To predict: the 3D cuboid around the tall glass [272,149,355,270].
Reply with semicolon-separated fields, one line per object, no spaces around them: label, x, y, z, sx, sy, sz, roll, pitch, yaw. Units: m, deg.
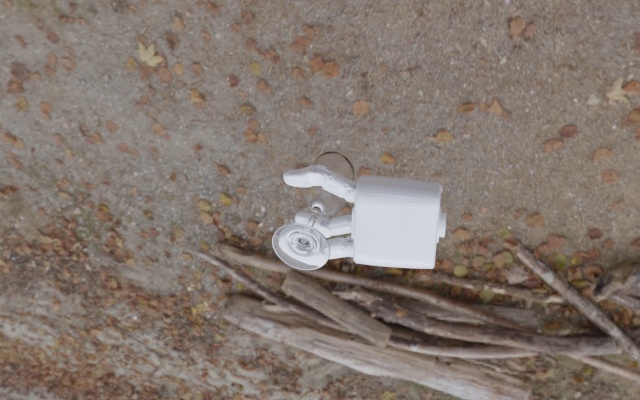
tall glass;0.000;0.002;0.663;0.079;0.079;0.201;0;34;17
